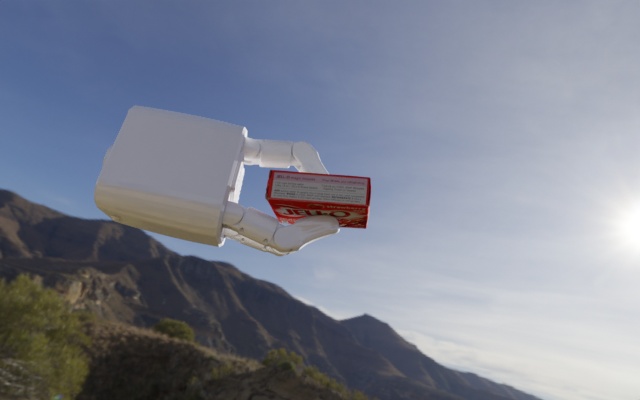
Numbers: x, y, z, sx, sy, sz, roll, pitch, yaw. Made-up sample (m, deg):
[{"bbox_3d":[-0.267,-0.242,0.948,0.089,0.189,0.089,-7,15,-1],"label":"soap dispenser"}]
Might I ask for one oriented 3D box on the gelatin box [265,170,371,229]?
[{"bbox_3d":[0.000,0.001,0.433,0.089,0.030,0.073,4,-18,5],"label":"gelatin box"}]
